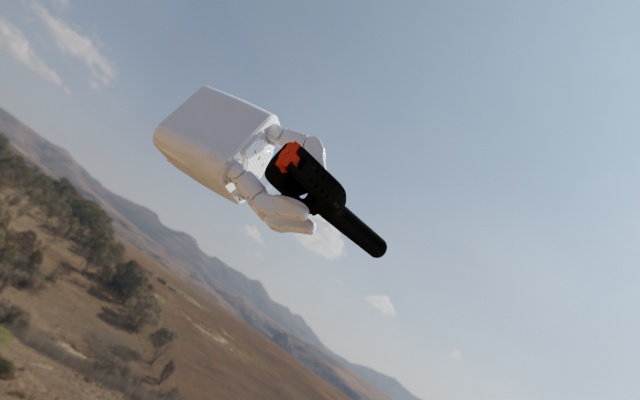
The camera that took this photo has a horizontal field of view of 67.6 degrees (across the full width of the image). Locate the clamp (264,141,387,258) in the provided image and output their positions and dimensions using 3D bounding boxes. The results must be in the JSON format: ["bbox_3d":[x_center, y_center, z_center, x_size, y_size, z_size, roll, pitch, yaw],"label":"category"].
[{"bbox_3d":[0.000,0.001,0.537,0.164,0.036,0.210,25,-16,15],"label":"clamp"}]
